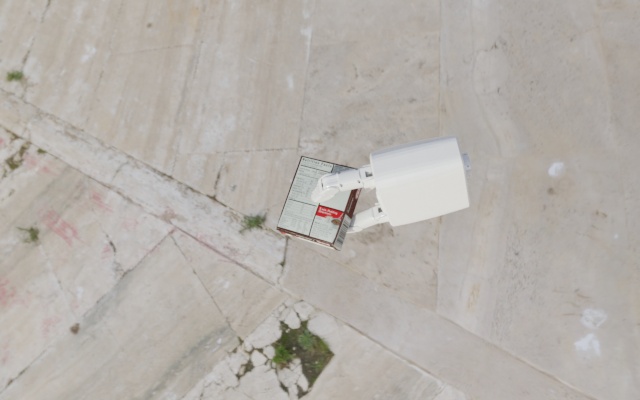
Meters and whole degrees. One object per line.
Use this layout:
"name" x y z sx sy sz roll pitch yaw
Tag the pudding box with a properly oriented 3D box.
"pudding box" 0.000 0.002 0.655 0.090 0.113 0.039 15 -13 22
